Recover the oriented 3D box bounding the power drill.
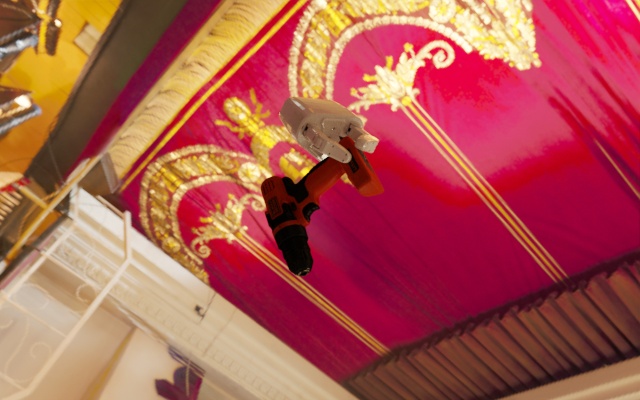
[{"bbox_3d":[0.000,0.002,0.739,0.188,0.184,0.057,-33,-33,15],"label":"power drill"}]
